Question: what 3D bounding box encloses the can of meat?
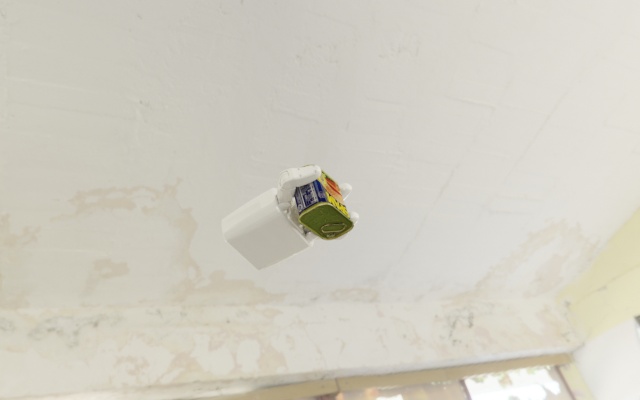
[{"bbox_3d":[0.000,0.002,0.741,0.057,0.084,0.102,-30,-37,17],"label":"can of meat"}]
